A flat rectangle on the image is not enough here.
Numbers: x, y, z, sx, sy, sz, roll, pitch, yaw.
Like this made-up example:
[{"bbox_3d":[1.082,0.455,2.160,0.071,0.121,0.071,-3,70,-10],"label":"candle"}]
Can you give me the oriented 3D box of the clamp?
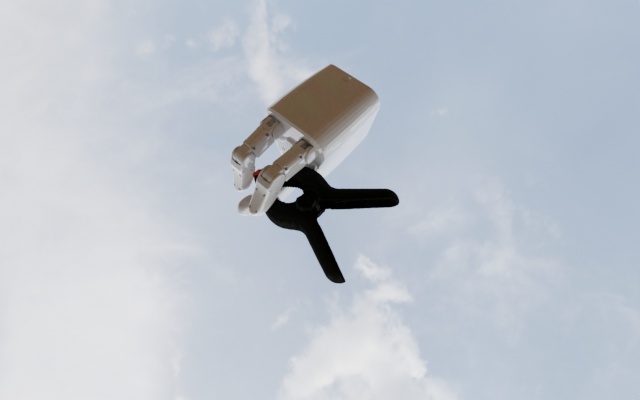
[{"bbox_3d":[0.000,0.002,0.544,0.171,0.120,0.039,39,-20,25],"label":"clamp"}]
